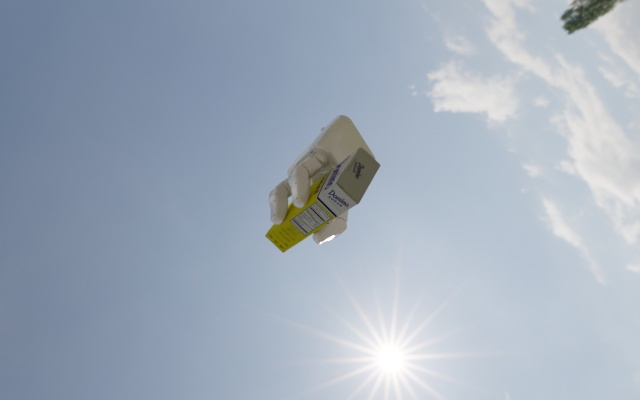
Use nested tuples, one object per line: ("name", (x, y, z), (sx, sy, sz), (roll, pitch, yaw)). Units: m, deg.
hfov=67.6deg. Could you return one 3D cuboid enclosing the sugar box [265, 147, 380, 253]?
("sugar box", (0.000, 0.002, 0.674), (0.176, 0.048, 0.093), (-40, 11, 43))
